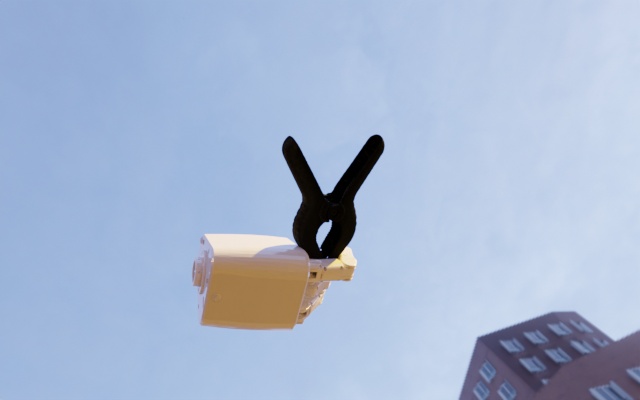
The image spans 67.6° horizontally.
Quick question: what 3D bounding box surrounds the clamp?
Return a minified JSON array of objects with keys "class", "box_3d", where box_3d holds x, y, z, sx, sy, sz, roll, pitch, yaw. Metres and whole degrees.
[{"class":"clamp","box_3d":[0.000,0.002,0.535,0.120,0.171,0.039,6,18,-24]}]
